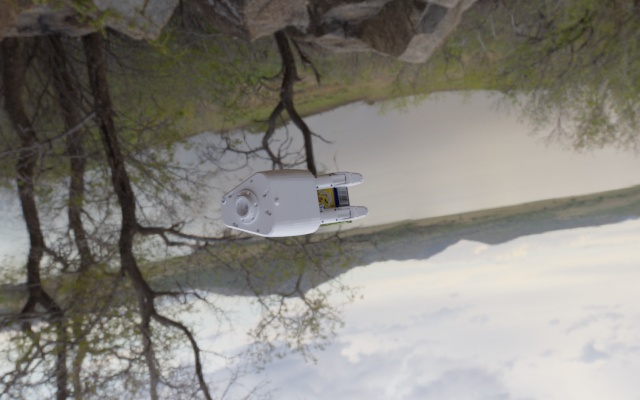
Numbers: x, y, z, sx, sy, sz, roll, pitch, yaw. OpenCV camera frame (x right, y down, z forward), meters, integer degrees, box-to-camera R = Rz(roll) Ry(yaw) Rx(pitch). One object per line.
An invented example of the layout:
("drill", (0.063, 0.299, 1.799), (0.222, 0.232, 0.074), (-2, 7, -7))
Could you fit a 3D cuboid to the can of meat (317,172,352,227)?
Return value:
("can of meat", (0.000, 0.003, 0.799), (0.102, 0.084, 0.057), (-10, -4, 31))
